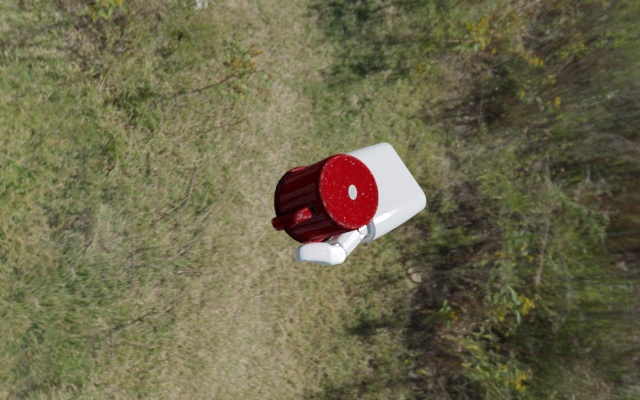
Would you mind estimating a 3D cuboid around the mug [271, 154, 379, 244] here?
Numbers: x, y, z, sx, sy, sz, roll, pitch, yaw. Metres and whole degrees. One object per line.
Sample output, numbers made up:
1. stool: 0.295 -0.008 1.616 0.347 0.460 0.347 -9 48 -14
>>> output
1. mug: -0.001 0.002 0.511 0.117 0.093 0.081 -24 3 -36
